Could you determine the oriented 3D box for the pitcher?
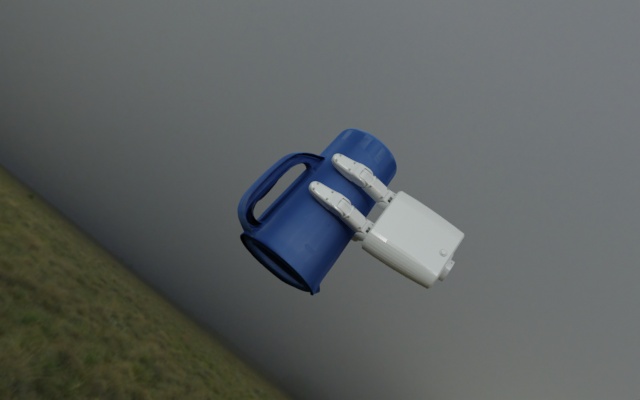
[{"bbox_3d":[0.000,0.002,0.702,0.145,0.242,0.149,34,-21,15],"label":"pitcher"}]
